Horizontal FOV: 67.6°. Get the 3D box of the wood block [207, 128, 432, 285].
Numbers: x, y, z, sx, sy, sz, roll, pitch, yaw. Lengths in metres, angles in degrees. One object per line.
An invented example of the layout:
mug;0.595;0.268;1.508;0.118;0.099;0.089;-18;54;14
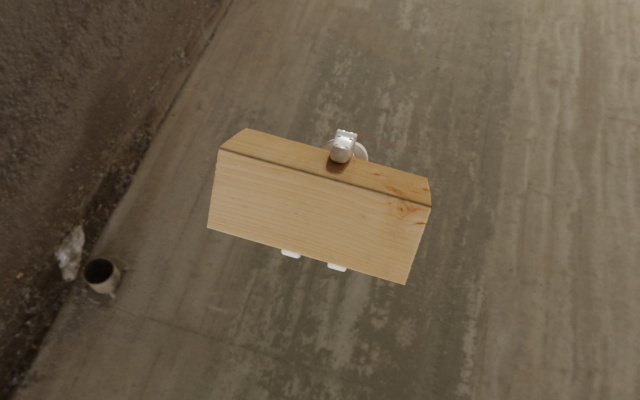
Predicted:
wood block;0.000;0.001;0.496;0.206;0.091;0.090;15;22;4
